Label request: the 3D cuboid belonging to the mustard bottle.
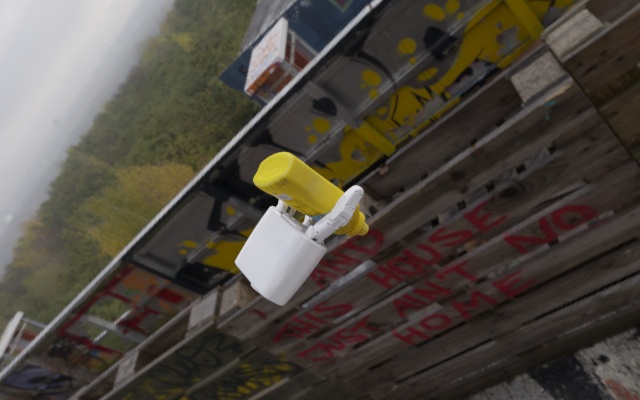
[{"bbox_3d":[0.000,0.002,0.704,0.192,0.058,0.096,34,-22,-29],"label":"mustard bottle"}]
